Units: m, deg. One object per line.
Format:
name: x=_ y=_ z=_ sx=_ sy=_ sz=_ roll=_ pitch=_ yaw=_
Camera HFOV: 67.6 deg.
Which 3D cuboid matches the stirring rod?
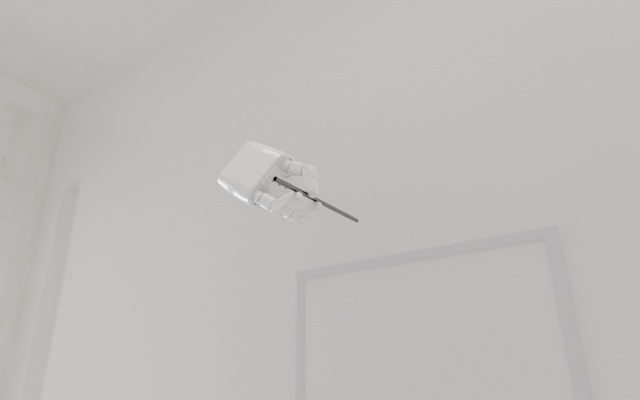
stirring rod: x=0.000 y=0.003 z=0.819 sx=0.011 sy=0.011 sz=0.239 roll=0 pitch=-17 yaw=37
